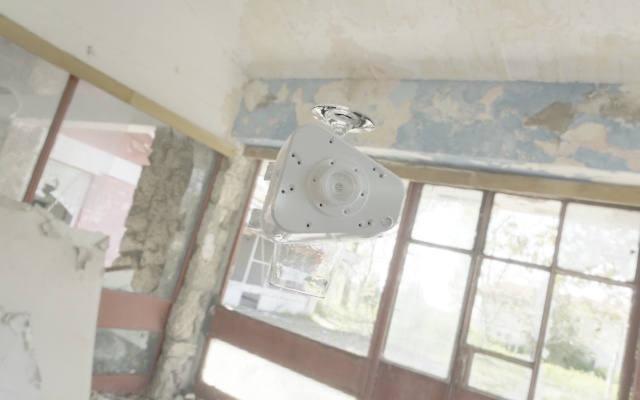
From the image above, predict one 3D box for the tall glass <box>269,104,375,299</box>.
[{"bbox_3d":[0.000,0.001,0.523,0.079,0.201,0.079,15,-9,2],"label":"tall glass"}]
